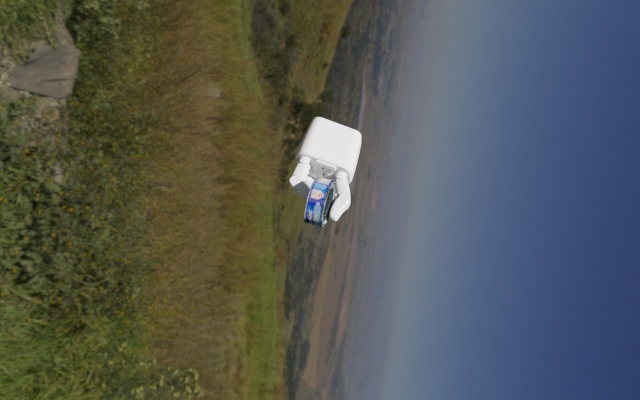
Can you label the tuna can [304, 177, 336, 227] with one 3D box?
[{"bbox_3d":[0.001,0.003,0.849,0.034,0.086,0.086,14,3,11],"label":"tuna can"}]
